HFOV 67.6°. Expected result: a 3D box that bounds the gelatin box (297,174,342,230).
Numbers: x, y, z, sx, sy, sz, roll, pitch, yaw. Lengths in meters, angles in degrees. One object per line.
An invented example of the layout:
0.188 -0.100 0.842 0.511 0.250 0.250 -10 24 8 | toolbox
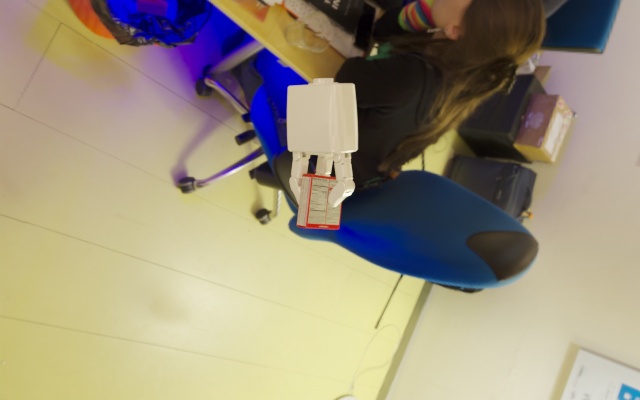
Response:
0.000 0.003 0.799 0.073 0.089 0.030 5 1 -41 | gelatin box
